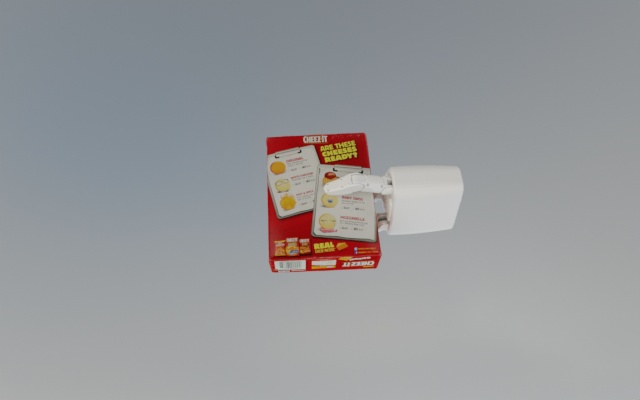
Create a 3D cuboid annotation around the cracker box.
[{"bbox_3d":[0.000,0.003,0.749,0.164,0.213,0.072,-3,-28,-3],"label":"cracker box"}]
